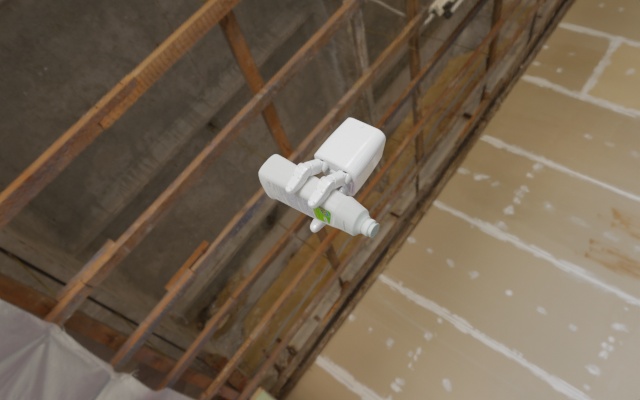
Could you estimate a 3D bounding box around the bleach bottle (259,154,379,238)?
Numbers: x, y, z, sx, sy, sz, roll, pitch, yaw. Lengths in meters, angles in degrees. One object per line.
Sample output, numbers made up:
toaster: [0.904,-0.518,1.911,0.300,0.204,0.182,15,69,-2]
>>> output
bleach bottle: [0.000,0.003,0.891,0.250,0.068,0.103,29,-20,29]
